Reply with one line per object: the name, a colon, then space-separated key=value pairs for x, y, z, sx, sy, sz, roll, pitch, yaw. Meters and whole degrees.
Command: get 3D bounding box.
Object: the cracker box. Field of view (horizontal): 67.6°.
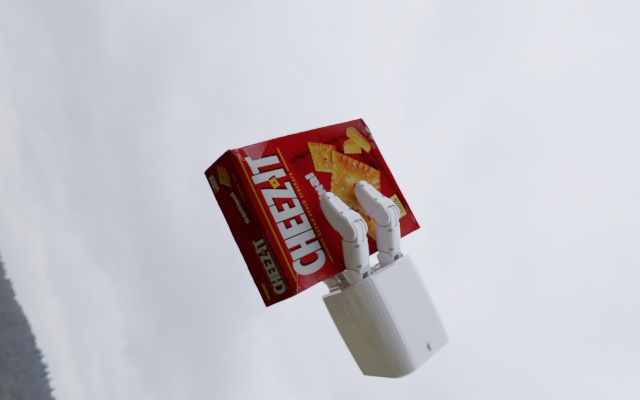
cracker box: x=0.000 y=0.002 z=0.557 sx=0.213 sy=0.164 sz=0.072 roll=-21 pitch=-8 yaw=-41
